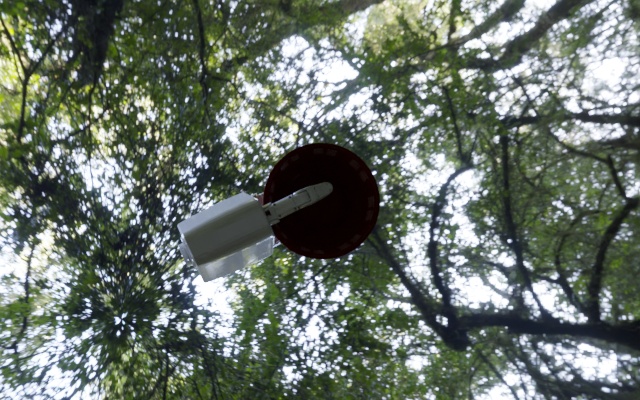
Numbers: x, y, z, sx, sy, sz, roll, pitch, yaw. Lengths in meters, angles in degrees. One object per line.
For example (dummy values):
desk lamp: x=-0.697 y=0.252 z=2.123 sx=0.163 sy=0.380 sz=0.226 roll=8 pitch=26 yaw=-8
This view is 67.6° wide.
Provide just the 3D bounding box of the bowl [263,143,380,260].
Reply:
bowl: x=0.001 y=0.002 z=0.681 sx=0.162 sy=0.162 sz=0.055 roll=0 pitch=-5 yaw=-5
